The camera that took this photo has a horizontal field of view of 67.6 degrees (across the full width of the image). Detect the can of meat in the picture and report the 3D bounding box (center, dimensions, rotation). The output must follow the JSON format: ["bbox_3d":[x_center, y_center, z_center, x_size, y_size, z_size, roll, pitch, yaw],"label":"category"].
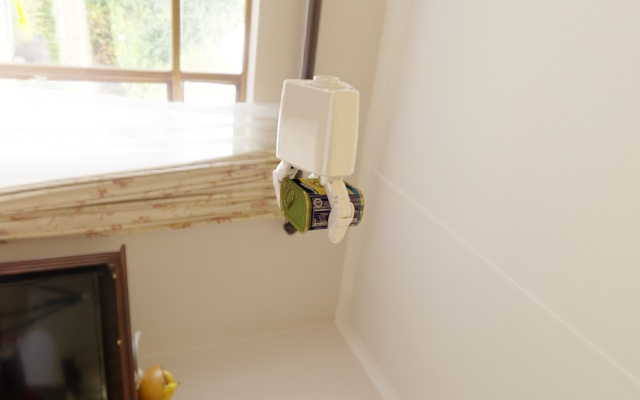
[{"bbox_3d":[0.000,0.002,0.654,0.084,0.057,0.102,-4,20,-24],"label":"can of meat"}]
